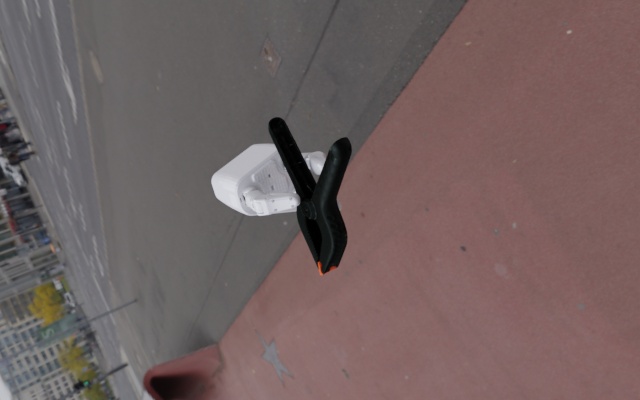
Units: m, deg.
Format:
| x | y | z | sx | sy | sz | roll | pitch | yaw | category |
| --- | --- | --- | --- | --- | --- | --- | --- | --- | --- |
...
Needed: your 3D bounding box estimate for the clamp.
| x | y | z | sx | sy | sz | roll | pitch | yaw | category |
| --- | --- | --- | --- | --- | --- | --- | --- | --- | --- |
| -0.001 | 0.003 | 0.593 | 0.036 | 0.210 | 0.164 | -22 | 21 | -25 | clamp |
